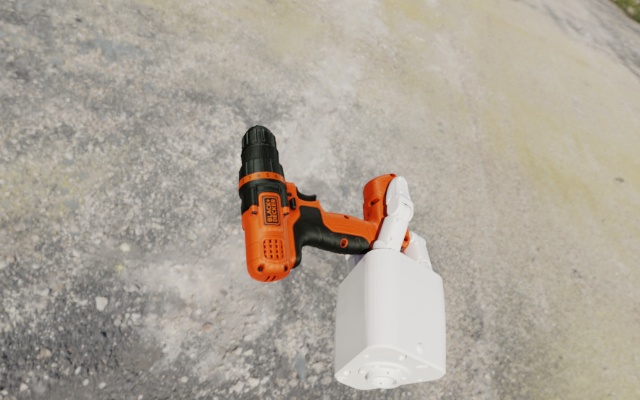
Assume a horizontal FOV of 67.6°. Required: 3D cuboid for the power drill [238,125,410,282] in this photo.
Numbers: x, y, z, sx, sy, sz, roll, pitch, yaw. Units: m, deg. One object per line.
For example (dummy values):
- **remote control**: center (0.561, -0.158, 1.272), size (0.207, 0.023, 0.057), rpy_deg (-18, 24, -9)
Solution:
- **power drill**: center (0.001, 0.002, 0.544), size (0.187, 0.184, 0.057), rpy_deg (3, -26, -20)
